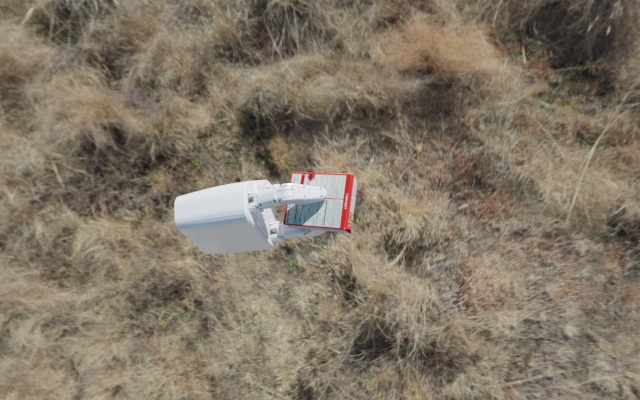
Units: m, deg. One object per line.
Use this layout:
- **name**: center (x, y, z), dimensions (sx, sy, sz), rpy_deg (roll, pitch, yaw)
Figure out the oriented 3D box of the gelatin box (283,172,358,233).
- **gelatin box**: center (0.000, 0.002, 0.625), dimensions (0.089, 0.073, 0.030), rpy_deg (3, -12, 22)
